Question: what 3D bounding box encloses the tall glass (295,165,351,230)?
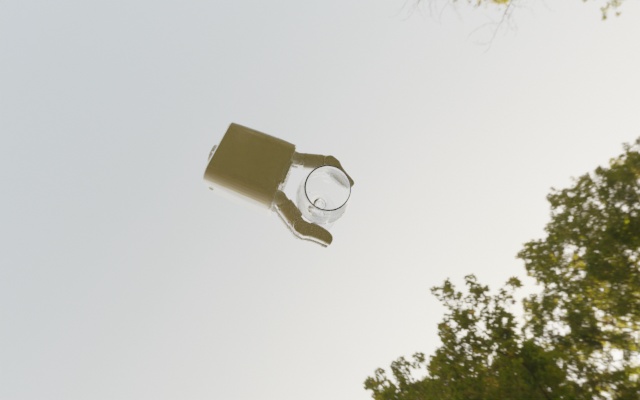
[{"bbox_3d":[0.000,0.002,0.716,0.079,0.079,0.201,0,-11,-6],"label":"tall glass"}]
